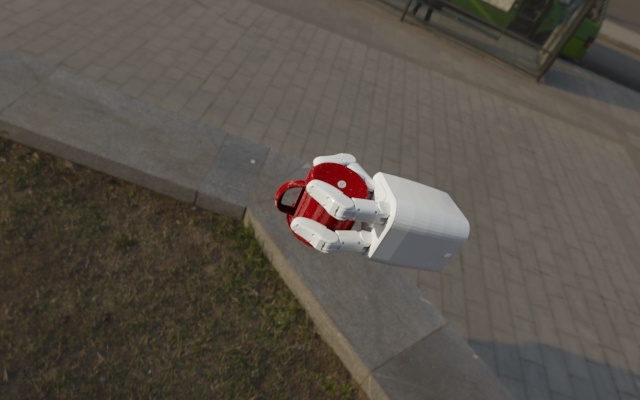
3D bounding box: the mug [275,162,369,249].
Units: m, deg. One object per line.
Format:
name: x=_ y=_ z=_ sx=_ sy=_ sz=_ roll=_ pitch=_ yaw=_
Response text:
mug: x=-0.001 y=0.001 z=0.618 sx=0.117 sy=0.081 sz=0.093 roll=14 pitch=41 yaw=-15
